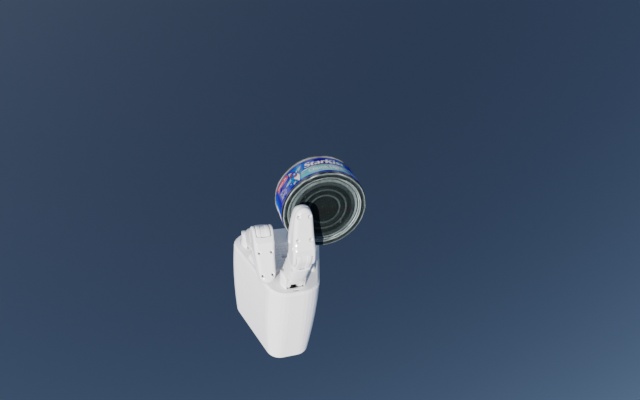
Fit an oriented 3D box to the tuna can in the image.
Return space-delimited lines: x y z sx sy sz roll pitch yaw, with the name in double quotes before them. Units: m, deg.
"tuna can" 0.000 0.002 0.469 0.086 0.086 0.033 0 31 -18
